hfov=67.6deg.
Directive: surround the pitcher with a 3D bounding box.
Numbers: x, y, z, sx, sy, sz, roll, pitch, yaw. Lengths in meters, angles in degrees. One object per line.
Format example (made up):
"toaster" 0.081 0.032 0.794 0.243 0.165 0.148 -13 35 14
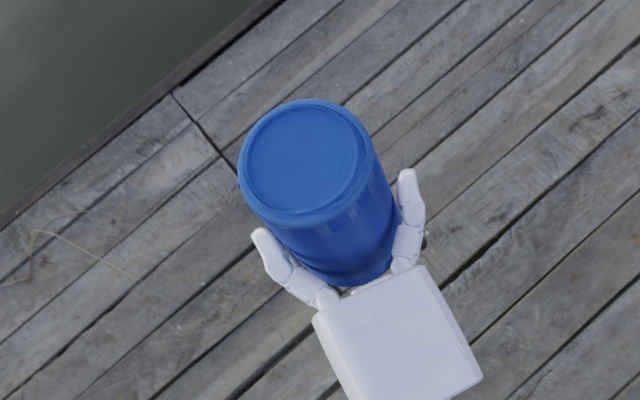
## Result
"pitcher" 0.000 0.002 0.472 0.149 0.145 0.243 -27 -21 3
